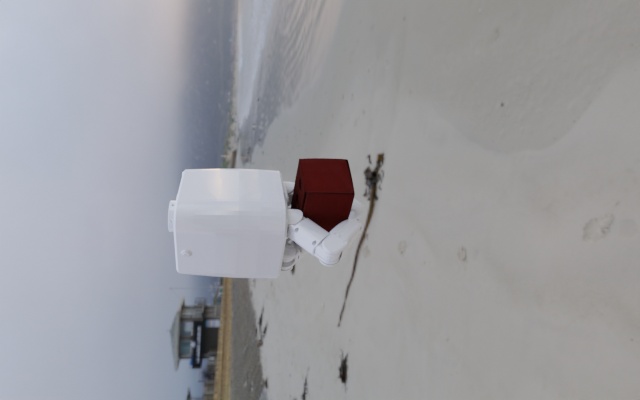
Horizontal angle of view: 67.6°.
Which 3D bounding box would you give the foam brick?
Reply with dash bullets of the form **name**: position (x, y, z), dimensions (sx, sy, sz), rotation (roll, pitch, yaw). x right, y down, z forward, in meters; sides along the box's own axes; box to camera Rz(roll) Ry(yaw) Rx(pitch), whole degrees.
- **foam brick**: position (0.000, 0.001, 0.495), dimensions (0.051, 0.078, 0.053), rotation (2, 44, -11)
